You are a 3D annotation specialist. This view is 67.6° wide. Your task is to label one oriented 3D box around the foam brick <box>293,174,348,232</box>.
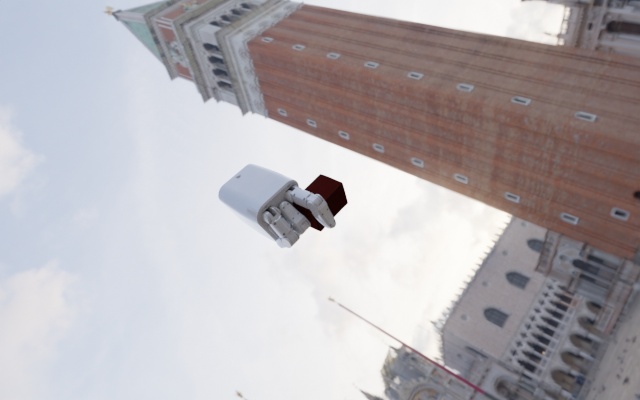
[{"bbox_3d":[0.000,0.003,0.805,0.051,0.053,0.078,24,55,35],"label":"foam brick"}]
